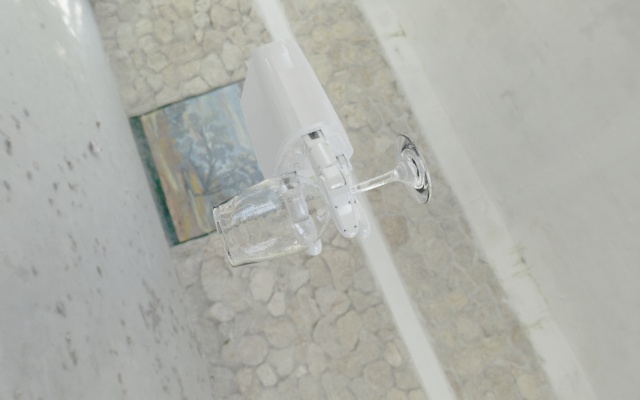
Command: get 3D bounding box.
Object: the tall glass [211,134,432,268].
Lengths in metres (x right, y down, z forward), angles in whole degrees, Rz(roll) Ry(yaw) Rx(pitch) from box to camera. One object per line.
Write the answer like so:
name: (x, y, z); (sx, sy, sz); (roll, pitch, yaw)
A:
tall glass: (0.001, 0.001, 0.465); (0.201, 0.079, 0.079); (-20, 3, -8)
